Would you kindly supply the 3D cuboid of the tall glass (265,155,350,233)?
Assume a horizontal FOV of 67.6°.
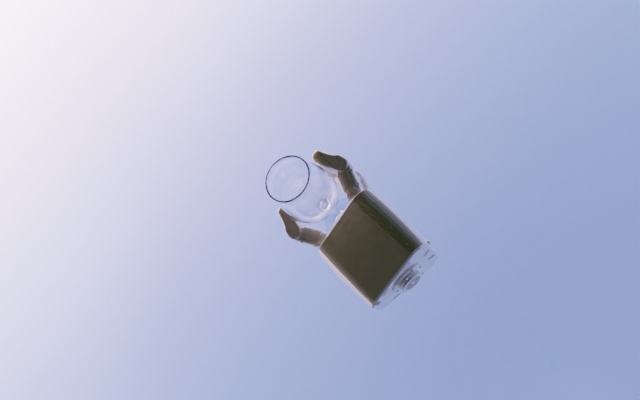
[{"bbox_3d":[0.000,0.002,0.668,0.079,0.079,0.201,0,-17,26],"label":"tall glass"}]
